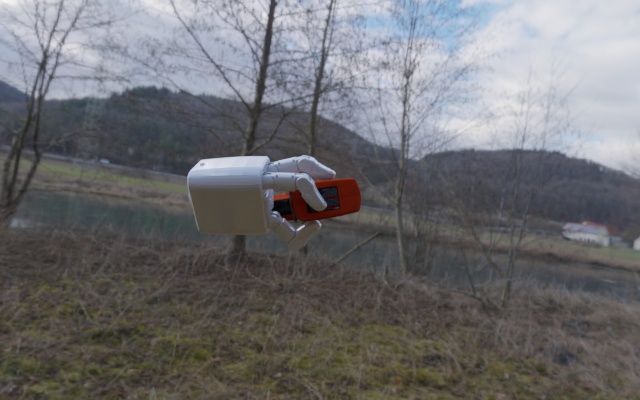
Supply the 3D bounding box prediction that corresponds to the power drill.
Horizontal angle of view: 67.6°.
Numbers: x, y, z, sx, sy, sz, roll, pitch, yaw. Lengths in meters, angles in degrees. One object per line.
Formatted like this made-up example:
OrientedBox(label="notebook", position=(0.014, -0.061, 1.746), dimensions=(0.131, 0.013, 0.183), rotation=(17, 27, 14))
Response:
OrientedBox(label="power drill", position=(0.000, 0.003, 0.790), dimensions=(0.184, 0.057, 0.187), rotation=(-10, -2, -17))
